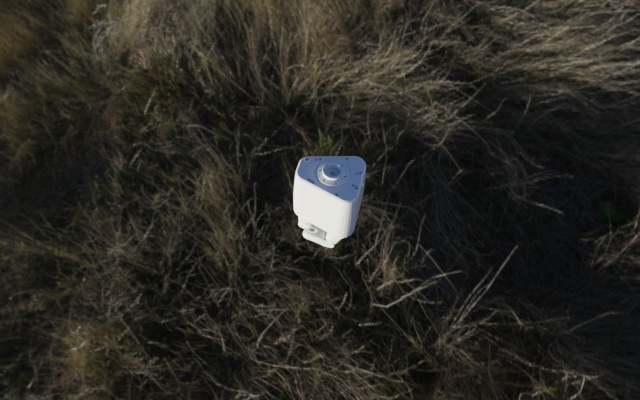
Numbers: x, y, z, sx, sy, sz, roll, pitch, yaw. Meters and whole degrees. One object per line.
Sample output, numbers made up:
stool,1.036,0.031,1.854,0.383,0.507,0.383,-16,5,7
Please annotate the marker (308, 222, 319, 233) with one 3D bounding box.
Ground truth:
marker,0.000,0.003,0.860,0.020,0.121,0.020,11,-33,7
